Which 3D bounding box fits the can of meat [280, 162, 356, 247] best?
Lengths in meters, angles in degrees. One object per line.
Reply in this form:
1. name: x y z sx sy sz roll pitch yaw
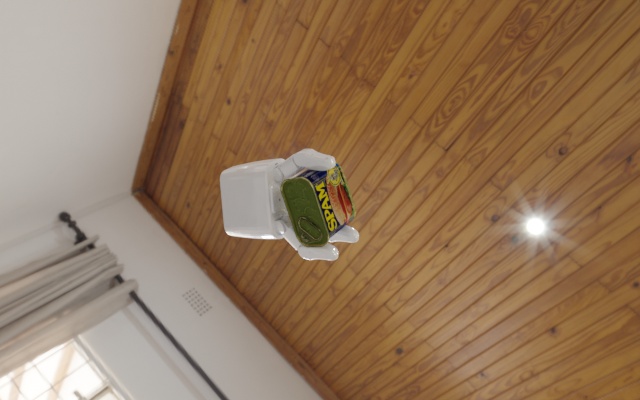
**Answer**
1. can of meat: 0.000 0.002 0.675 0.057 0.102 0.084 -7 18 38
